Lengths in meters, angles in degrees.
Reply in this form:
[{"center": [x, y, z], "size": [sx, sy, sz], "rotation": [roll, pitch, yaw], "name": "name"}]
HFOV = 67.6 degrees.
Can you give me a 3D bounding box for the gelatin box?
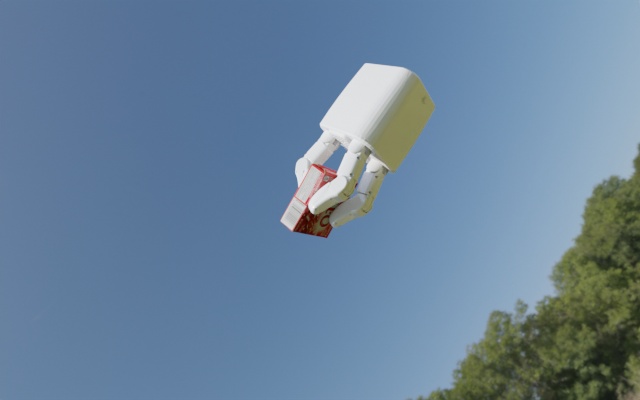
[{"center": [0.000, 0.002, 0.618], "size": [0.030, 0.089, 0.073], "rotation": [38, 14, 37], "name": "gelatin box"}]
